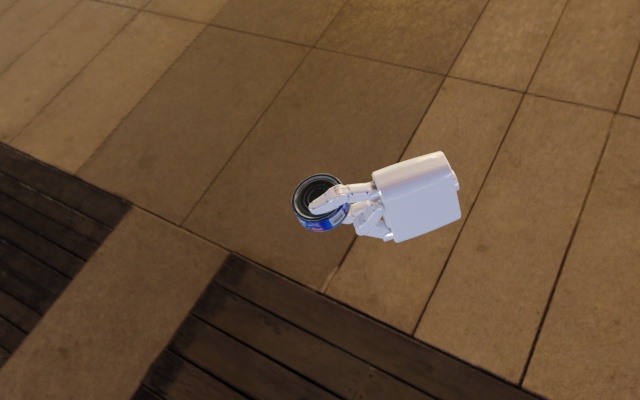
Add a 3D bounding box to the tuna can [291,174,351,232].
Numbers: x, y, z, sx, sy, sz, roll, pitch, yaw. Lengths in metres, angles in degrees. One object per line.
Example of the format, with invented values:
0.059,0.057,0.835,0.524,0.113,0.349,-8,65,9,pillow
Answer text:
0.000,0.002,0.720,0.086,0.086,0.034,0,-30,20,tuna can
